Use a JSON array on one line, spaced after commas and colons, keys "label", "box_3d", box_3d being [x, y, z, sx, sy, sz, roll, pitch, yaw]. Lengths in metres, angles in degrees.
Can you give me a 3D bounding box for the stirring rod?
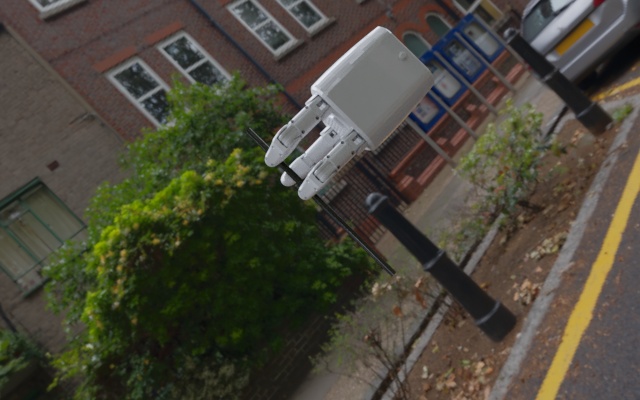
[{"label": "stirring rod", "box_3d": [0.000, 0.002, 0.561, 0.239, 0.011, 0.011, 45, -1, 1]}]
